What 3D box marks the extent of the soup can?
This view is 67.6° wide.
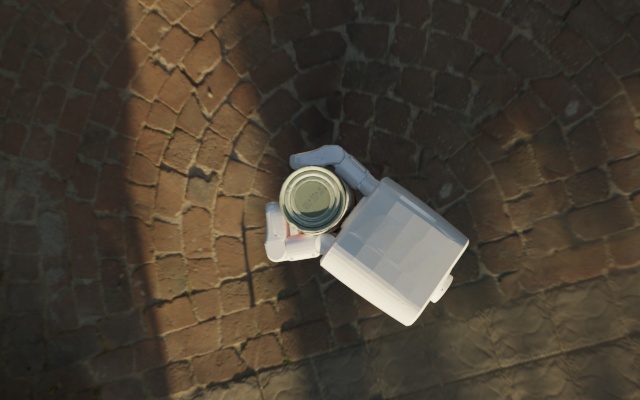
[{"bbox_3d":[0.000,0.001,0.504,0.068,0.068,0.102,0,-3,10],"label":"soup can"}]
